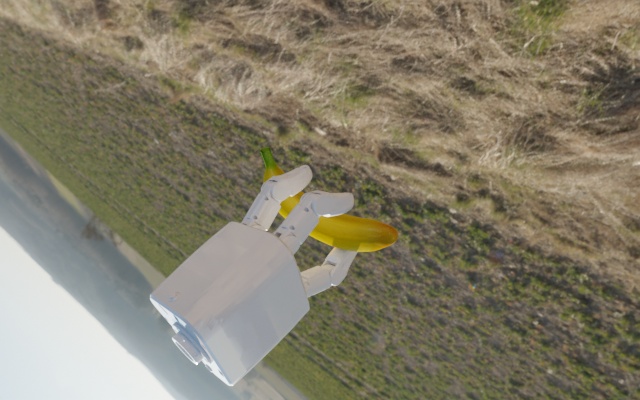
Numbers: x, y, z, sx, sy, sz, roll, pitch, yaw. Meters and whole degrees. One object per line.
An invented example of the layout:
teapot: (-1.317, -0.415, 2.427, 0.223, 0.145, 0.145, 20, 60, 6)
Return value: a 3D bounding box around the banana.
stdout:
banana: (-0.002, 0.013, 0.529, 0.197, 0.070, 0.037, 32, 54, 28)
